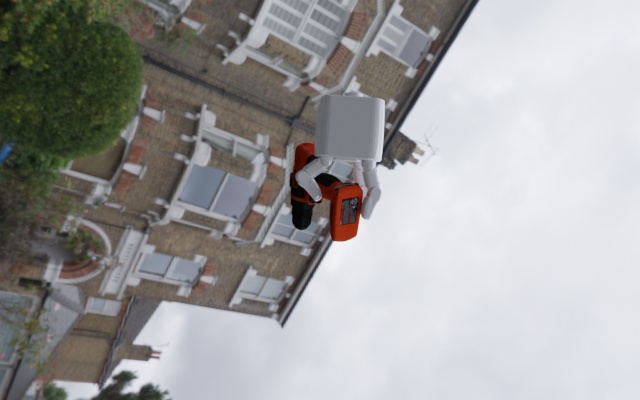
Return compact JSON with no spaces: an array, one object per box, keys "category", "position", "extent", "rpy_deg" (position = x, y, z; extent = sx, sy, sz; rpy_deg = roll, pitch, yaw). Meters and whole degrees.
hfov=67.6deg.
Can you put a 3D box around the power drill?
[{"category":"power drill","position":[0.000,0.003,0.895],"extent":[0.057,0.184,0.187],"rpy_deg":[-12,30,-29]}]
